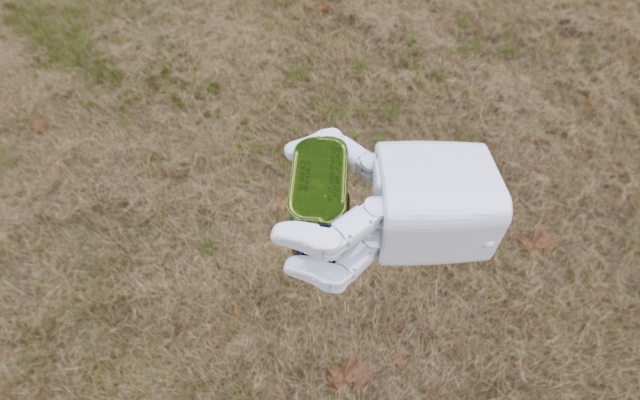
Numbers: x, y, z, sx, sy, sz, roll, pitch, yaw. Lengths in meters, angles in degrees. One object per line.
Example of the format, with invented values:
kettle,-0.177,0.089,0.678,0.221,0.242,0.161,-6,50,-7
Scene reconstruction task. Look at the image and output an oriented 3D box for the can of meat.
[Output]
can of meat,0.000,0.001,0.457,0.057,0.102,0.084,2,-34,3
